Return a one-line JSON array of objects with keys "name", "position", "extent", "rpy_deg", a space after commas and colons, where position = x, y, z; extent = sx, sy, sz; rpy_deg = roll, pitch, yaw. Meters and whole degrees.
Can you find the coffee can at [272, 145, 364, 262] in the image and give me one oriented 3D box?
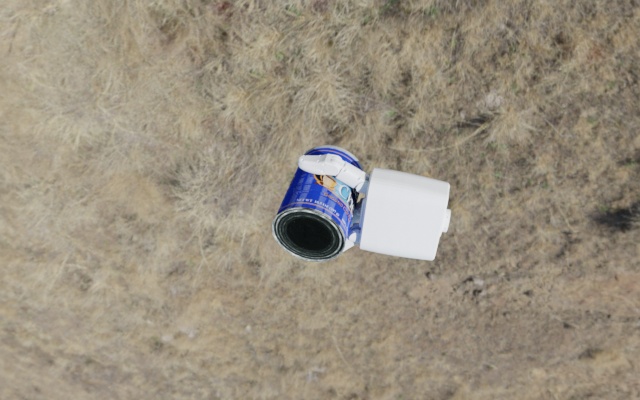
[{"name": "coffee can", "position": [0.000, 0.002, 0.683], "extent": [0.103, 0.103, 0.140], "rpy_deg": [0, 41, 19]}]
